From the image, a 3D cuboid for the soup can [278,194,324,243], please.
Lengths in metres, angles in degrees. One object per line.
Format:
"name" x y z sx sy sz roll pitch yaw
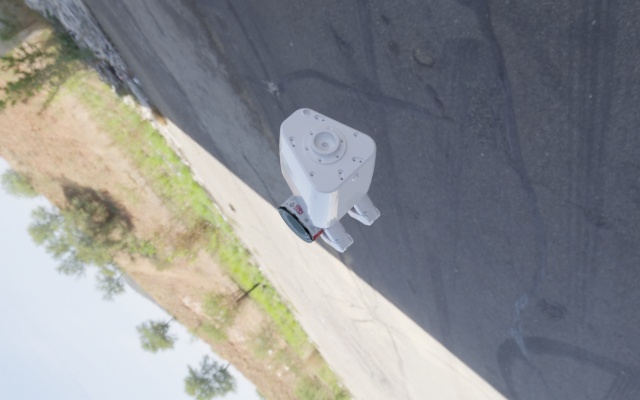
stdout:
"soup can" 0.000 0.002 0.663 0.102 0.068 0.068 -43 15 -17
